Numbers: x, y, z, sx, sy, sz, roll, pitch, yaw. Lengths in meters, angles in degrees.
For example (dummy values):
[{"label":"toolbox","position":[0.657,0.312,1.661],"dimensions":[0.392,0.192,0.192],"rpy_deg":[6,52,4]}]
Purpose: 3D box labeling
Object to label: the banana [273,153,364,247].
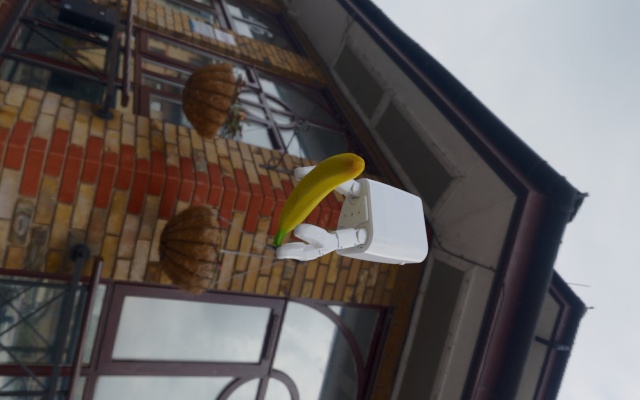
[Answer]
[{"label":"banana","position":[-0.003,-0.011,0.614],"dimensions":[0.037,0.069,0.198],"rpy_deg":[18,-42,-26]}]
